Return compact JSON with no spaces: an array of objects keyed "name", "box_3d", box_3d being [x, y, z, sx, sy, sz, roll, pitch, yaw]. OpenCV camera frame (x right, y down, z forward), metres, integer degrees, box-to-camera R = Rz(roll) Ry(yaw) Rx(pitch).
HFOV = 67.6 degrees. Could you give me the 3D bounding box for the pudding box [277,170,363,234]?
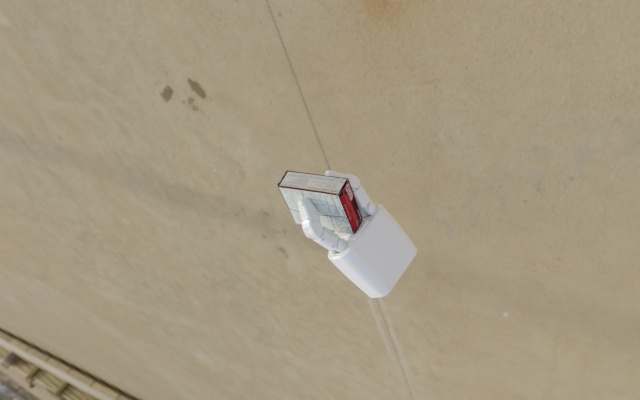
[{"name":"pudding box","box_3d":[0.000,0.003,0.728,0.113,0.039,0.090,8,-41,29]}]
